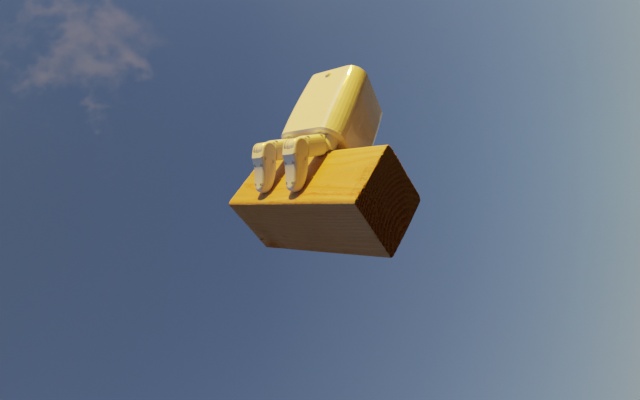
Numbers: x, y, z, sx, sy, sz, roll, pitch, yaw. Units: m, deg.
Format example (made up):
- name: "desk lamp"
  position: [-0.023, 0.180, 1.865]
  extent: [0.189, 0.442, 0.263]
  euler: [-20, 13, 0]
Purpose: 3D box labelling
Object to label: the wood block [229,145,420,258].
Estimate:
- name: "wood block"
  position: [0.000, 0.002, 0.578]
  extent: [0.206, 0.090, 0.091]
  euler: [-1, -43, 44]
